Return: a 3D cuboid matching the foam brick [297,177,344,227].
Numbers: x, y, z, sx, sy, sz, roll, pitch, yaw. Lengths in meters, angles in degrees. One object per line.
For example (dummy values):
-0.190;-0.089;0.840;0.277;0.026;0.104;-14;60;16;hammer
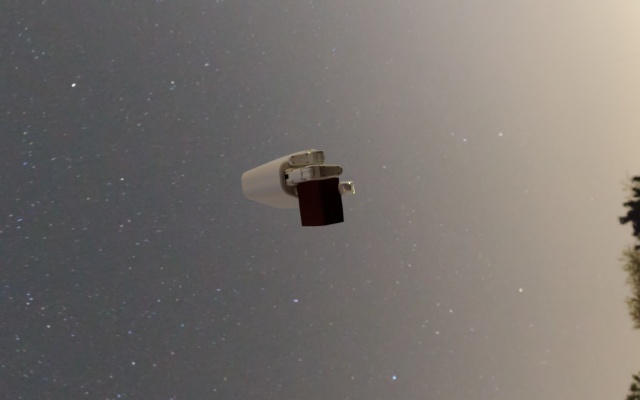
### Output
0.000;0.003;0.788;0.051;0.078;0.053;-8;-2;40;foam brick
